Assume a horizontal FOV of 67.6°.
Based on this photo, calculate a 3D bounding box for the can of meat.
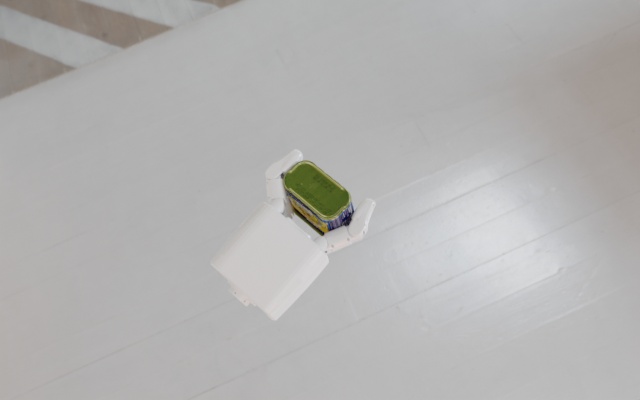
[{"bbox_3d":[0.000,0.002,0.655,0.102,0.057,0.084,39,-14,23],"label":"can of meat"}]
